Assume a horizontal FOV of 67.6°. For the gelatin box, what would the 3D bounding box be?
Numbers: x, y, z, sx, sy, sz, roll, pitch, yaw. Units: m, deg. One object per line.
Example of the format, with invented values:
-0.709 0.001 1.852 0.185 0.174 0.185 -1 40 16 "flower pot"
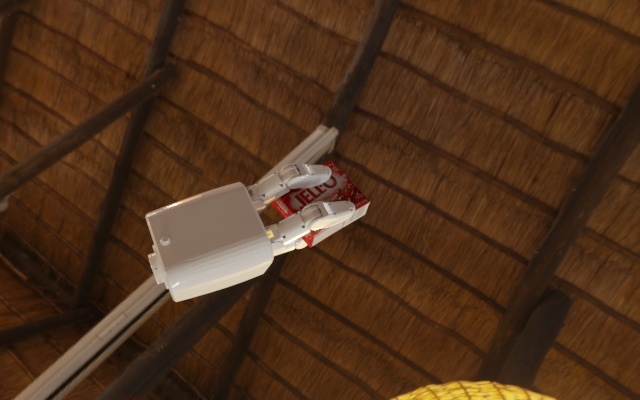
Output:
0.000 0.002 0.548 0.089 0.073 0.030 -29 -25 -29 "gelatin box"
